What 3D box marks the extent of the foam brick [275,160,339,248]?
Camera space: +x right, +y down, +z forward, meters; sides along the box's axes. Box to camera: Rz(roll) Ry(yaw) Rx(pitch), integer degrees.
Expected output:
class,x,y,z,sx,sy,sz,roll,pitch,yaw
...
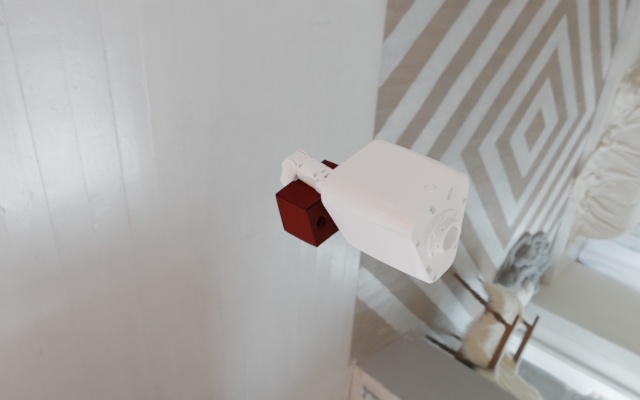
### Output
class,x,y,z,sx,sy,sz,roll,pitch,yaw
foam brick,0.000,0.002,0.510,0.078,0.053,0.051,-37,44,-28
